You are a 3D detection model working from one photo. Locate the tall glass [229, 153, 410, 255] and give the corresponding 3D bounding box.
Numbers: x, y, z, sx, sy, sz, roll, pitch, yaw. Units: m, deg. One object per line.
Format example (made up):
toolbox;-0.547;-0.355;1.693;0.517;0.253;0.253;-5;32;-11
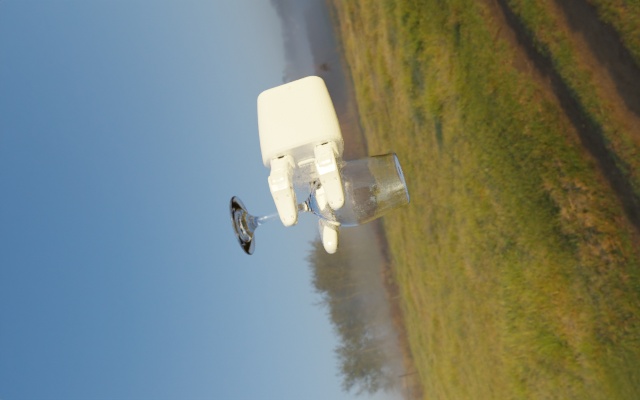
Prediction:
tall glass;-0.001;0.002;0.565;0.201;0.079;0.079;-16;-2;7
